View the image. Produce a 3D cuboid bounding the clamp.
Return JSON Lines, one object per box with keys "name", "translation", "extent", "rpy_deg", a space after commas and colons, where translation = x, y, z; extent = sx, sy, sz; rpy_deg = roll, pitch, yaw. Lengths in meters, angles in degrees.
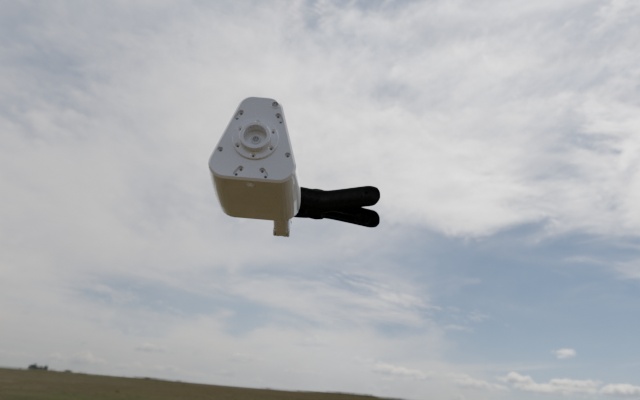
{"name": "clamp", "translation": [0.000, 0.001, 0.620], "extent": [0.171, 0.039, 0.120], "rpy_deg": [5, -24, -1]}
